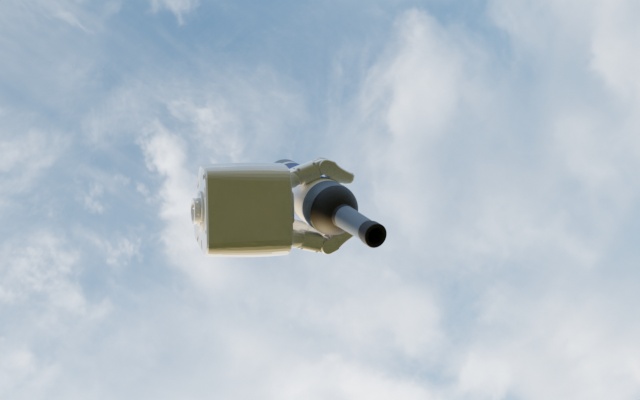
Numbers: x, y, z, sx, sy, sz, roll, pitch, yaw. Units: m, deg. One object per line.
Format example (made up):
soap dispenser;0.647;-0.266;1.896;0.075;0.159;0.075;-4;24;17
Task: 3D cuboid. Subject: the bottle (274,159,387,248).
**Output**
bottle;0.000;0.002;0.635;0.069;0.069;0.295;0;14;-24
